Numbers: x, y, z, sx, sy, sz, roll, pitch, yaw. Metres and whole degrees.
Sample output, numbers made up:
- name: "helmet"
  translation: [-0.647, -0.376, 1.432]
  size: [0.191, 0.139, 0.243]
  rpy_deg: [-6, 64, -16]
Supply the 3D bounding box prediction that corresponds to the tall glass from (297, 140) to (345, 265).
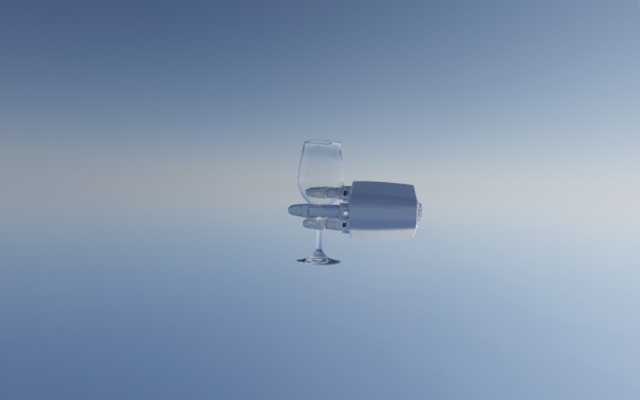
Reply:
- name: "tall glass"
  translation: [0.000, 0.003, 0.796]
  size: [0.079, 0.201, 0.079]
  rpy_deg: [1, 2, 0]
